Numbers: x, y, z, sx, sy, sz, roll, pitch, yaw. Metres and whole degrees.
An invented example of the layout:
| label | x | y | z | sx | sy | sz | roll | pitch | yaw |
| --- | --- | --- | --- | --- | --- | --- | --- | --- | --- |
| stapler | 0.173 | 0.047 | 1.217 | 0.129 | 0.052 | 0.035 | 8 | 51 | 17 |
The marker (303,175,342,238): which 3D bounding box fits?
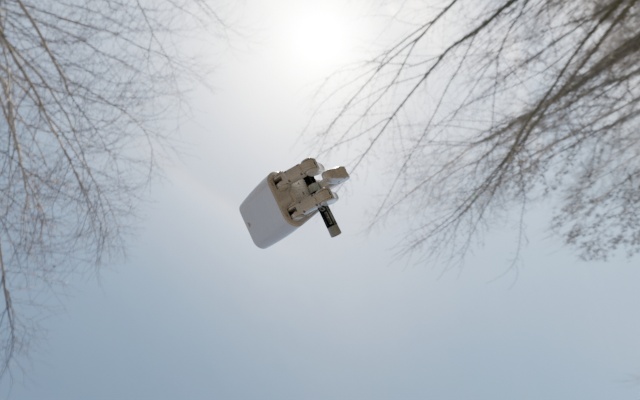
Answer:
| label | x | y | z | sx | sy | sz | roll | pitch | yaw |
| --- | --- | --- | --- | --- | --- | --- | --- | --- | --- |
| marker | 0.000 | 0.002 | 0.773 | 0.020 | 0.121 | 0.020 | -24 | -13 | -6 |
